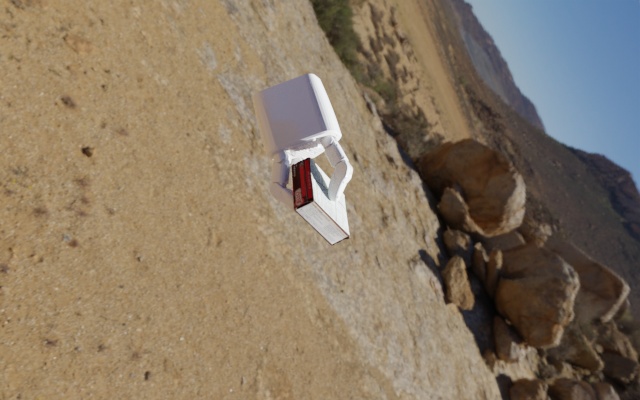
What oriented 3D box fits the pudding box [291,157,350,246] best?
[{"bbox_3d":[0.000,0.002,0.725,0.039,0.090,0.113,-25,-44,22],"label":"pudding box"}]
